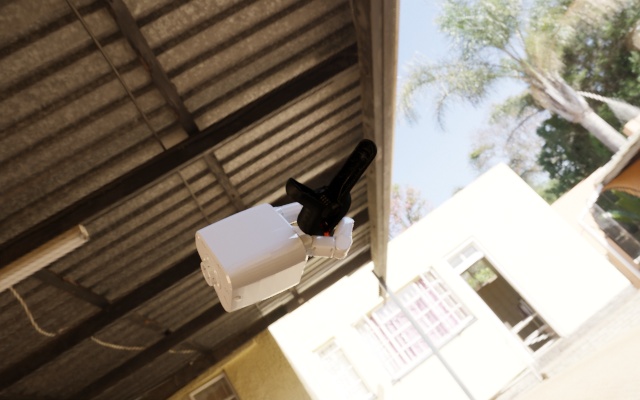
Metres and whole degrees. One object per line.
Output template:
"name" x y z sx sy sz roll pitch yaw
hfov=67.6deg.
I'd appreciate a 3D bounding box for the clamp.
"clamp" 0.000 0.002 0.586 0.120 0.039 0.172 -19 -31 -26
